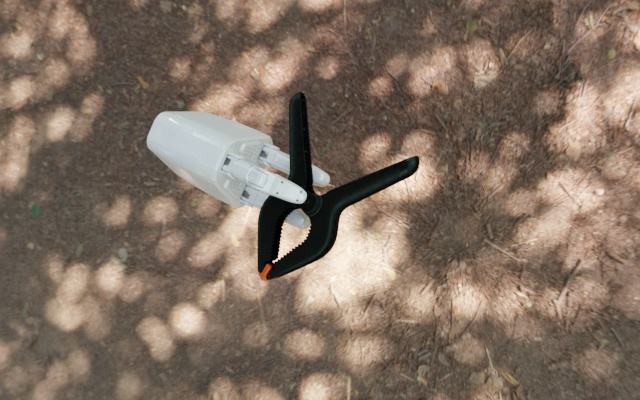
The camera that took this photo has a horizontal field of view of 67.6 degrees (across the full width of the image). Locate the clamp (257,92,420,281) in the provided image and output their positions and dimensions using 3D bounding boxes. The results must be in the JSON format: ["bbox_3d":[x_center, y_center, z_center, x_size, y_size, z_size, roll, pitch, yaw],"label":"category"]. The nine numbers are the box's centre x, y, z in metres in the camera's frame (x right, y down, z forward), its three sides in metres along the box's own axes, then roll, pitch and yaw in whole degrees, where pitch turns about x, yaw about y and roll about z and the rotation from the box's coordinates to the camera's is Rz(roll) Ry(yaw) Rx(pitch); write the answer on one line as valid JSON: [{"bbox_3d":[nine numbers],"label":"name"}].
[{"bbox_3d":[-0.001,0.002,0.527,0.164,0.210,0.036,25,2,19],"label":"clamp"}]
